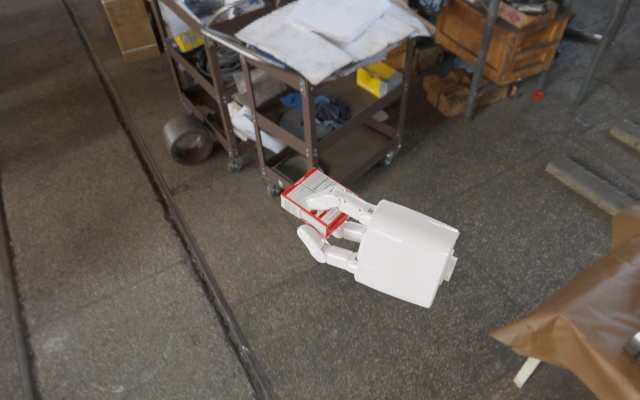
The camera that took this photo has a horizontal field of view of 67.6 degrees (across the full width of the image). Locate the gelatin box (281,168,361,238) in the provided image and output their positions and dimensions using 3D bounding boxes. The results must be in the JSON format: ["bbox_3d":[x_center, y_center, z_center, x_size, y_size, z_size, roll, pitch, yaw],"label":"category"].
[{"bbox_3d":[0.000,0.002,0.676,0.089,0.030,0.073,34,56,22],"label":"gelatin box"}]
